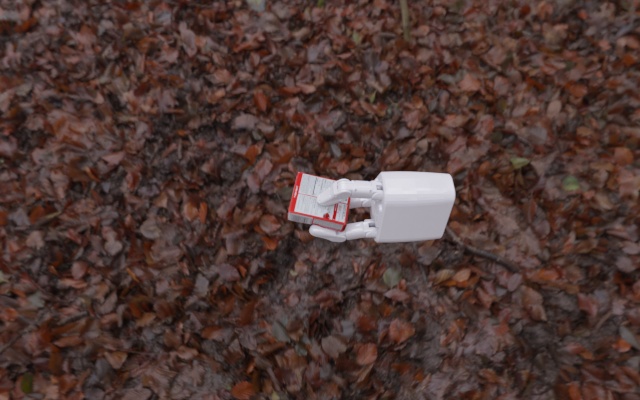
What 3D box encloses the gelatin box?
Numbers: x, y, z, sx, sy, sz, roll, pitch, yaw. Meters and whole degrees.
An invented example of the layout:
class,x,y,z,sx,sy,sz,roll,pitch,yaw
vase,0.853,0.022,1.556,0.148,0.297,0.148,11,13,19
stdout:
class,x,y,z,sx,sy,sz,roll,pitch,yaw
gelatin box,0.000,0.002,0.728,0.089,0.073,0.030,13,-30,-3
